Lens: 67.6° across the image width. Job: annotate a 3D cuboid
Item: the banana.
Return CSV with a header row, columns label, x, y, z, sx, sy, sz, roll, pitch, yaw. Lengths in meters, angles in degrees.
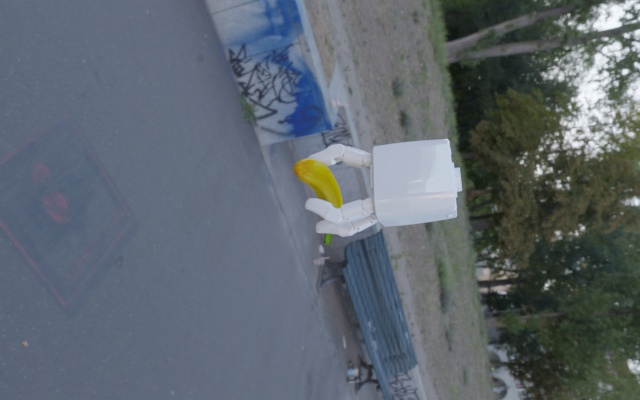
label,x,y,z,sx,sy,sz,roll,pitch,yaw
banana,0.004,-0.011,0.716,0.037,0.069,0.198,-1,-36,17
